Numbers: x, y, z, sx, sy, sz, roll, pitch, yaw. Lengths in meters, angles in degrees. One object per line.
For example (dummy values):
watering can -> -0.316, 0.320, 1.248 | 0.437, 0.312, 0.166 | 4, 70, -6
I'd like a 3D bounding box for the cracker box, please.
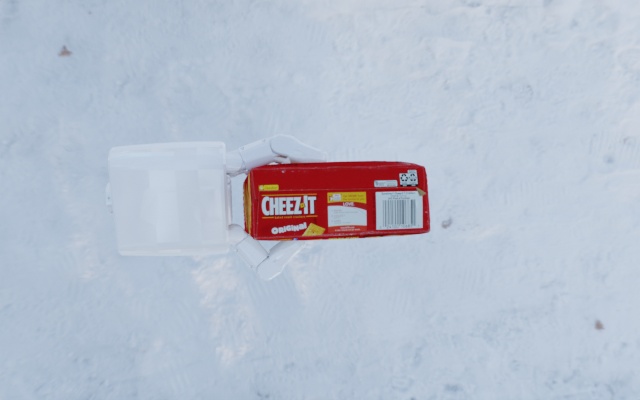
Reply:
cracker box -> 0.000, 0.002, 0.522 | 0.164, 0.072, 0.213 | -2, 0, -11
